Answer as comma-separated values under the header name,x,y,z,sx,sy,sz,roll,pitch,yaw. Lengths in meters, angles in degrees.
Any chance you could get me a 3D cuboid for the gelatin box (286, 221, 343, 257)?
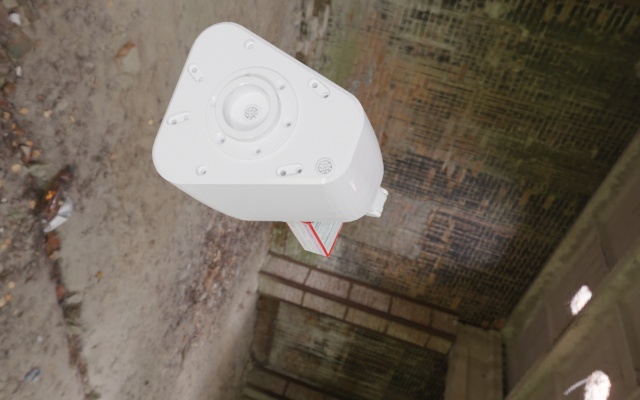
name,x,y,z,sx,sy,sz,roll,pitch,yaw
gelatin box,0.001,0.002,0.431,0.030,0.073,0.089,16,-20,20
